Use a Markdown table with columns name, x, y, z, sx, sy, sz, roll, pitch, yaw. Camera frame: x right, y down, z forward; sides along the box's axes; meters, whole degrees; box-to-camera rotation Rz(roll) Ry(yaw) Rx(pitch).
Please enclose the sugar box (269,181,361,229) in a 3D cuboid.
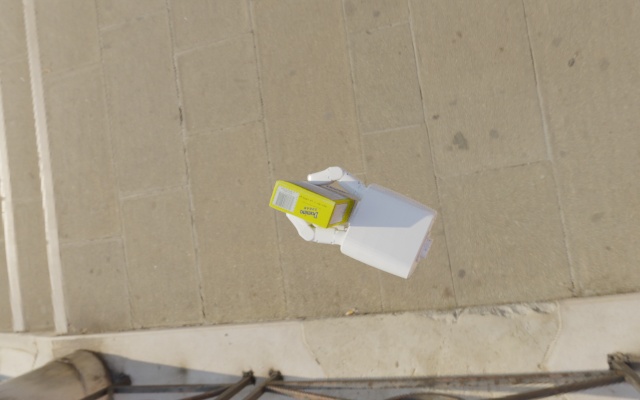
| name | x | y | z | sx | sy | sz | roll | pitch | yaw |
| --- | --- | --- | --- | --- | --- | --- | --- | --- | --- |
| sugar box | 0.000 | 0.003 | 0.735 | 0.093 | 0.048 | 0.176 | 22 | 6 | 16 |
